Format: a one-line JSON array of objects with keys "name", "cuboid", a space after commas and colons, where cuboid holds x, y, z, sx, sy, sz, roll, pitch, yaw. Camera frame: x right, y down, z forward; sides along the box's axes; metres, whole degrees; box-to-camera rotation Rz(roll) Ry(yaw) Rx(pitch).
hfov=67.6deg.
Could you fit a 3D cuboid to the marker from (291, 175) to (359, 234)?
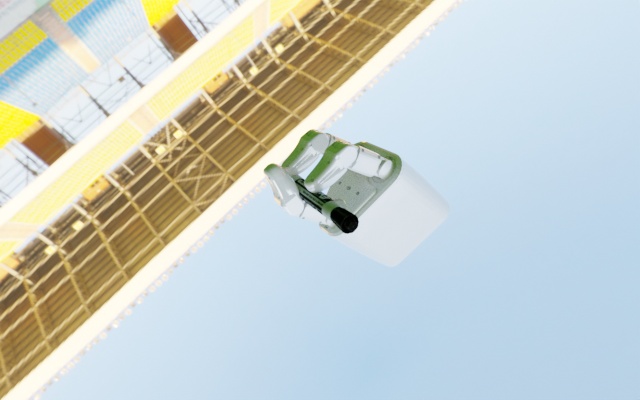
[{"name": "marker", "cuboid": [0.000, 0.001, 0.458, 0.020, 0.020, 0.121, 0, 20, -30]}]
